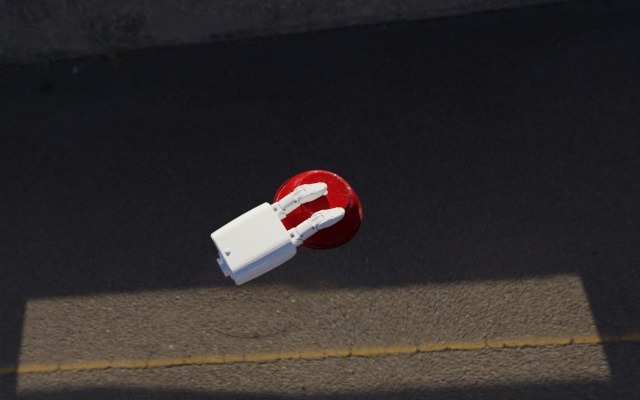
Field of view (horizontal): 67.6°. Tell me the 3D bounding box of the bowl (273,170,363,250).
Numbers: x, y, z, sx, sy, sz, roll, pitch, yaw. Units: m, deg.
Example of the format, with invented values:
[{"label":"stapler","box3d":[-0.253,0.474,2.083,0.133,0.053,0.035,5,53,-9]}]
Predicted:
[{"label":"bowl","box3d":[0.001,0.002,0.833,0.162,0.162,0.055,0,-33,-11]}]
